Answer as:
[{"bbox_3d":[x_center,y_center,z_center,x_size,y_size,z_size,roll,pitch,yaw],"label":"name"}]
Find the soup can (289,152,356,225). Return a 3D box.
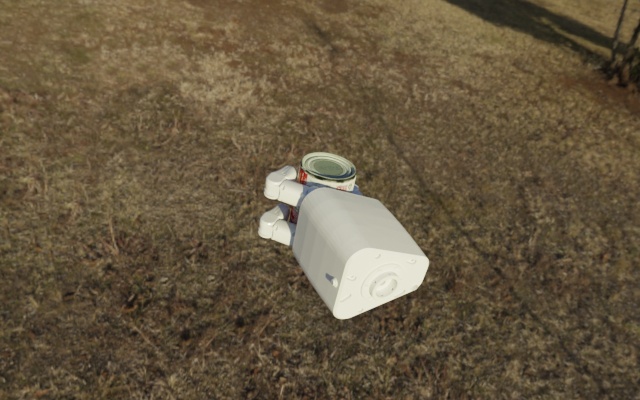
[{"bbox_3d":[0.000,0.001,0.575,0.068,0.102,0.068,9,31,-6],"label":"soup can"}]
